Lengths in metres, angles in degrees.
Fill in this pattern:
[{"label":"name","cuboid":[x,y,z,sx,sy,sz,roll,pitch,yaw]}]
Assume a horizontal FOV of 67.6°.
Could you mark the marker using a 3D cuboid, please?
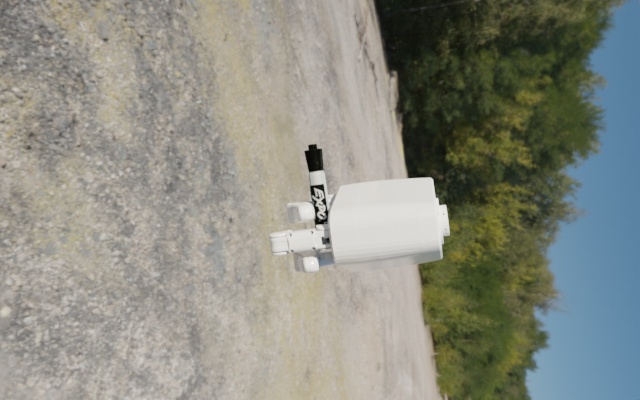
[{"label":"marker","cuboid":[0.000,0.002,0.498,0.020,0.121,0.020,-8,3,0]}]
